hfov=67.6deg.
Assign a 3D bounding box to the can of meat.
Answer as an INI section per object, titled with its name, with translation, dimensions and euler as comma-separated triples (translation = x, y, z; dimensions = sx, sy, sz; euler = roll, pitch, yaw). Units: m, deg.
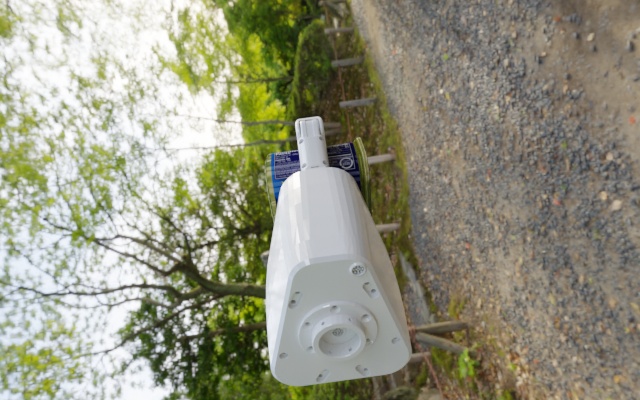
[can of meat]
translation = 0.000, 0.001, 0.424
dimensions = 0.084, 0.102, 0.057
euler = -8, 34, 0
